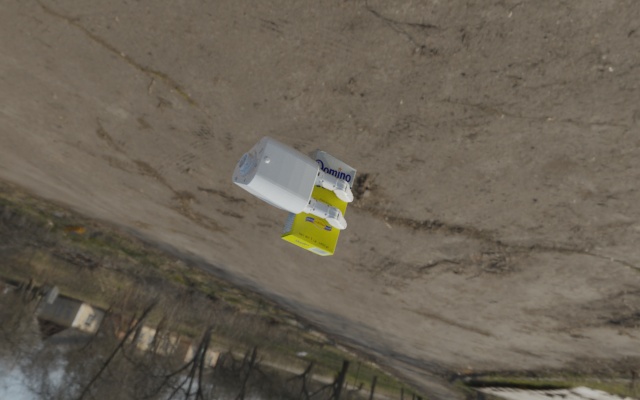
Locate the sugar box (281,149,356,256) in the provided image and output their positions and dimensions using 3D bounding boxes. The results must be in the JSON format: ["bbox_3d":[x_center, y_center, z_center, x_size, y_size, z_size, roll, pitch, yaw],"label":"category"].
[{"bbox_3d":[0.000,0.003,0.868,0.093,0.176,0.048,27,-23,-25],"label":"sugar box"}]
